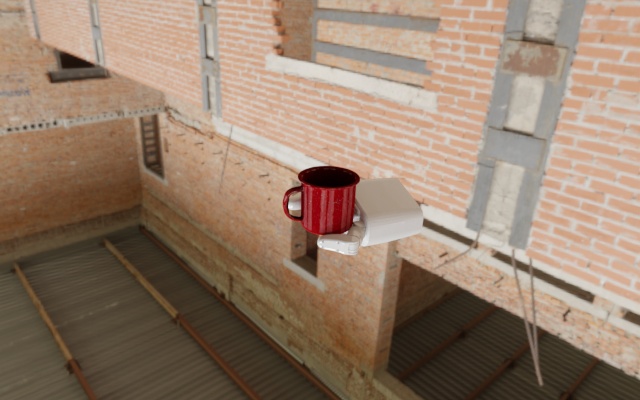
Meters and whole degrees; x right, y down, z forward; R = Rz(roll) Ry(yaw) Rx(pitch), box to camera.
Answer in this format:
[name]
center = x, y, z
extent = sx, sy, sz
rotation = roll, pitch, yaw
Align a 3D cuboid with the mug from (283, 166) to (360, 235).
[mug]
center = -0.001, 0.003, 0.720
extent = 0.117, 0.081, 0.093
rotation = -8, 26, -21
